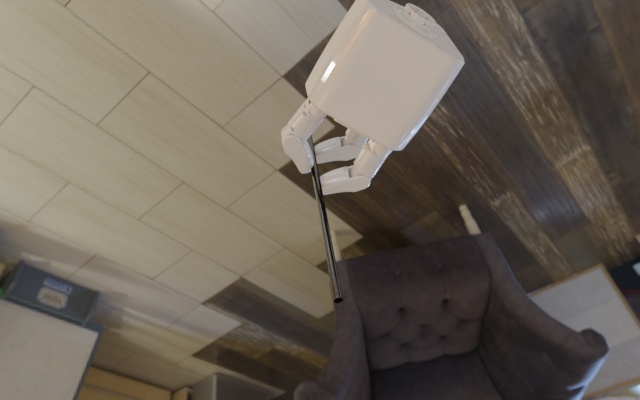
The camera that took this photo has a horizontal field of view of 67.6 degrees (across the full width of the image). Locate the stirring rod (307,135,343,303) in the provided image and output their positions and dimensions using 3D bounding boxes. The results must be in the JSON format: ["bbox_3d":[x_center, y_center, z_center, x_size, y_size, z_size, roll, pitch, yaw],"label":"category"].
[{"bbox_3d":[0.000,0.001,0.489,0.011,0.011,0.239,0,44,-10],"label":"stirring rod"}]
